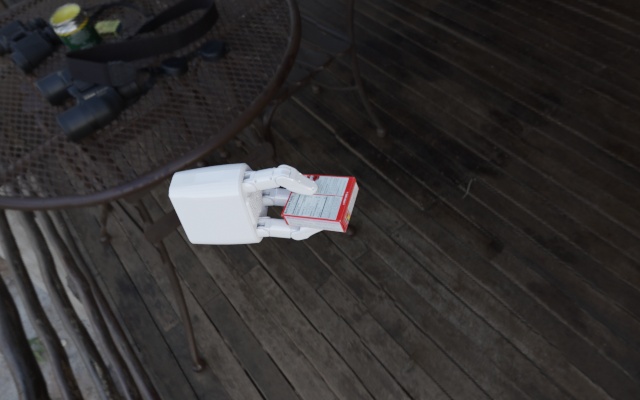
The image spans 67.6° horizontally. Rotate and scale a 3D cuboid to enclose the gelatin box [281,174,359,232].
[{"bbox_3d":[0.000,0.002,0.652,0.089,0.073,0.030,4,-34,23],"label":"gelatin box"}]
